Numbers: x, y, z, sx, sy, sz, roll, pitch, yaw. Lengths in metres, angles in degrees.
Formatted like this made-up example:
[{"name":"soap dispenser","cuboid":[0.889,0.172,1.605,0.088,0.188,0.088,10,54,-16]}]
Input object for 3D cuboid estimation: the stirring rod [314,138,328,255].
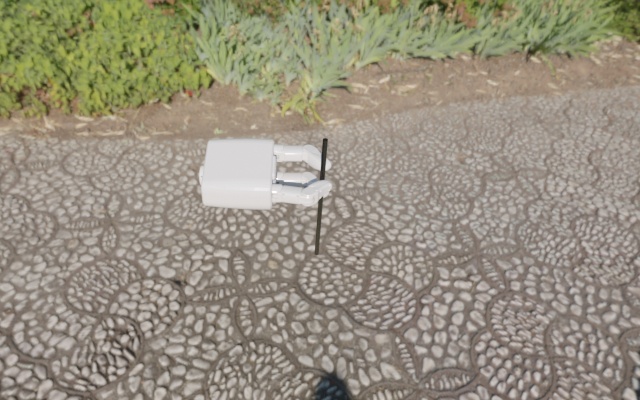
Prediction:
[{"name":"stirring rod","cuboid":[0.000,0.003,0.786,0.011,0.240,0.011,3,39,-2]}]
